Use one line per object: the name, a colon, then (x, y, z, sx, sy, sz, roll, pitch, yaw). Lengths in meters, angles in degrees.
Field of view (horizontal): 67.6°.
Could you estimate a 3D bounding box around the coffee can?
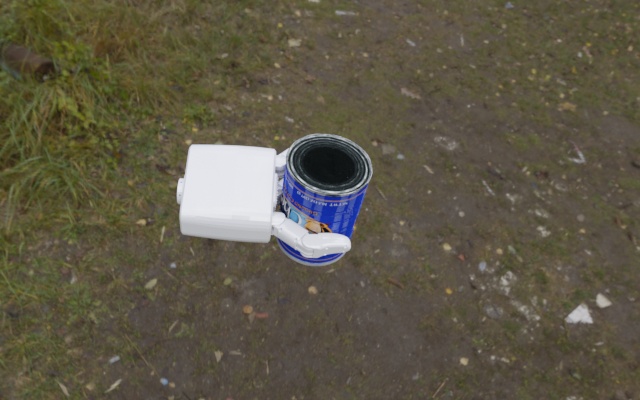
coffee can: (0.000, 0.002, 0.604, 0.103, 0.102, 0.140, 0, -41, -12)
